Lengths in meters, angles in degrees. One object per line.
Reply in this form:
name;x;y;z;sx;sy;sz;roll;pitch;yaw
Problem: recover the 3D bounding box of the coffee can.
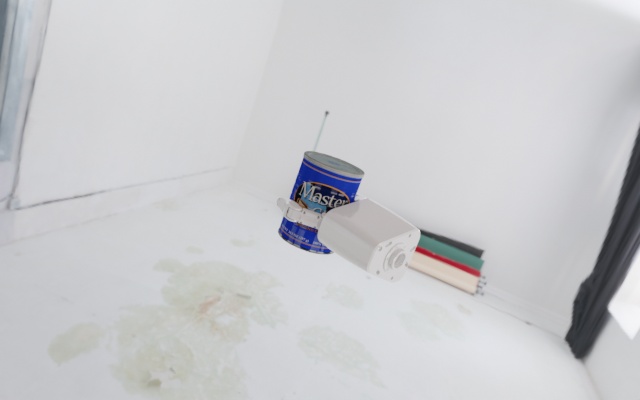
coffee can;0.000;0.002;0.779;0.103;0.140;0.102;18;14;-5
